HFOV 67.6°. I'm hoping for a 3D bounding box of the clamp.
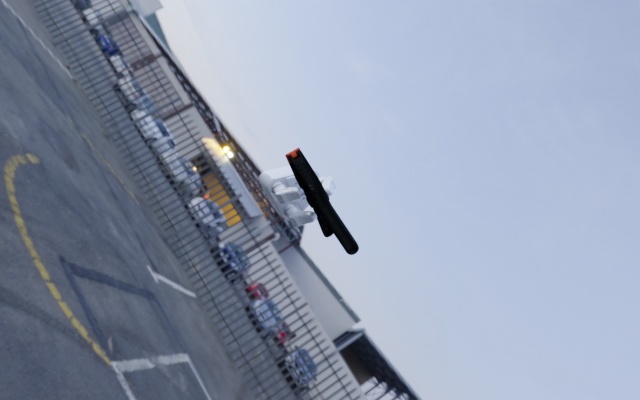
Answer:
[{"bbox_3d":[0.001,0.002,0.877,0.036,0.210,0.164,-31,21,-11],"label":"clamp"}]
